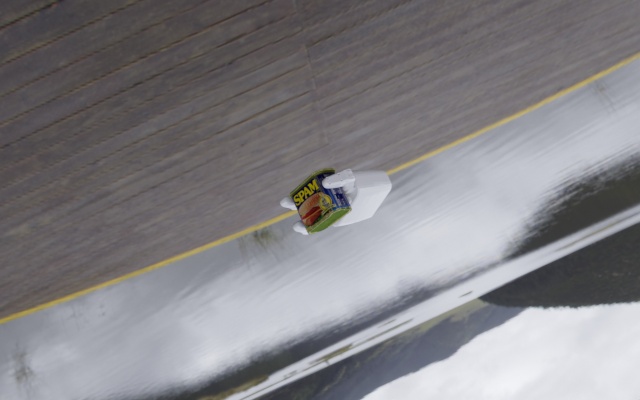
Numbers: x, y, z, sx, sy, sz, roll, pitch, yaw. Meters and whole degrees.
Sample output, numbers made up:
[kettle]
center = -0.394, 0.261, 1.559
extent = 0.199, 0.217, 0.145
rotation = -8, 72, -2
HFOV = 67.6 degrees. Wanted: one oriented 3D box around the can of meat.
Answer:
[can of meat]
center = 0.000, 0.003, 0.872
extent = 0.057, 0.084, 0.102
rotation = -7, -24, -47
